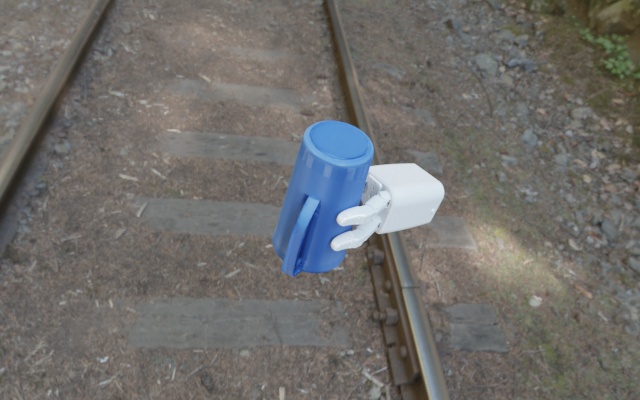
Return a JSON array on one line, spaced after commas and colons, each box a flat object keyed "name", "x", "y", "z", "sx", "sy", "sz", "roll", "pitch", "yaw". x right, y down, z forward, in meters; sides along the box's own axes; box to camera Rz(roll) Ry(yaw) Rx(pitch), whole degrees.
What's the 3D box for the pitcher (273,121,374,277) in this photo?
[{"name": "pitcher", "x": 0.000, "y": 0.002, "z": 0.771, "sx": 0.145, "sy": 0.243, "sz": 0.149, "roll": -6, "pitch": 47, "yaw": -22}]
